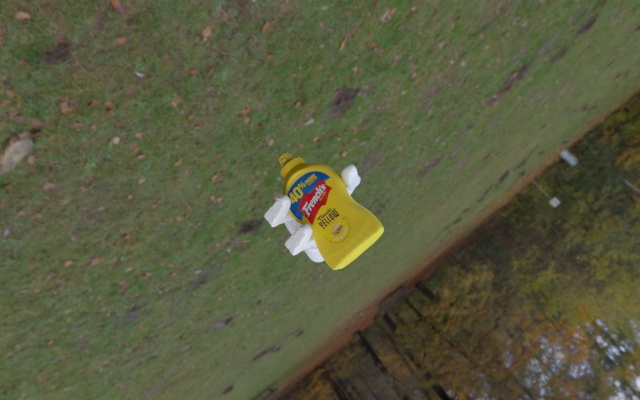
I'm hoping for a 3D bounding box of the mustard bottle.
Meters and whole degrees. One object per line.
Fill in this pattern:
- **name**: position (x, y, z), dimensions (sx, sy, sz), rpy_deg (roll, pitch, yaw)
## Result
- **mustard bottle**: position (0.000, 0.002, 0.717), dimensions (0.096, 0.191, 0.058), rpy_deg (-43, -17, 14)
